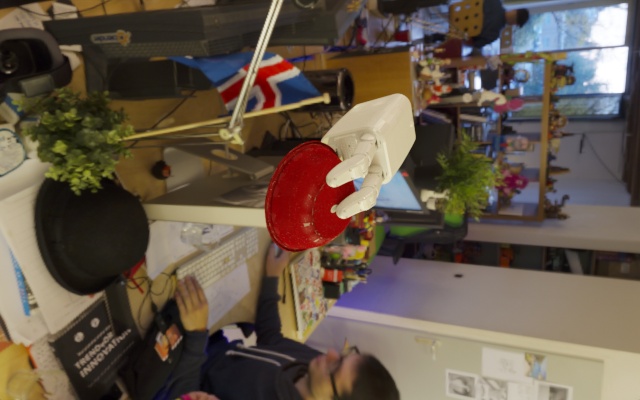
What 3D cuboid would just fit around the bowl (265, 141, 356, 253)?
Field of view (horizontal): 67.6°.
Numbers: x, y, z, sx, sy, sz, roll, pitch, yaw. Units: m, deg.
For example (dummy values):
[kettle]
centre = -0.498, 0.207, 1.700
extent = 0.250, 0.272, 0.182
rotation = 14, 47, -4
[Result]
[bowl]
centre = 0.000, 0.003, 0.658
extent = 0.055, 0.162, 0.162
rotation = 19, 12, 39
